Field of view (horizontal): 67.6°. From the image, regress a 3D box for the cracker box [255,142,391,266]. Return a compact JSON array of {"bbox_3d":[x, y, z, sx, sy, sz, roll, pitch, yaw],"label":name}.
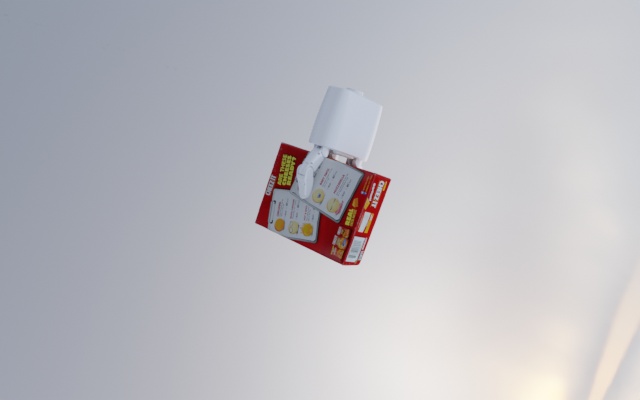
[{"bbox_3d":[0.000,0.003,0.863,0.213,0.164,0.072,22,5,34],"label":"cracker box"}]
